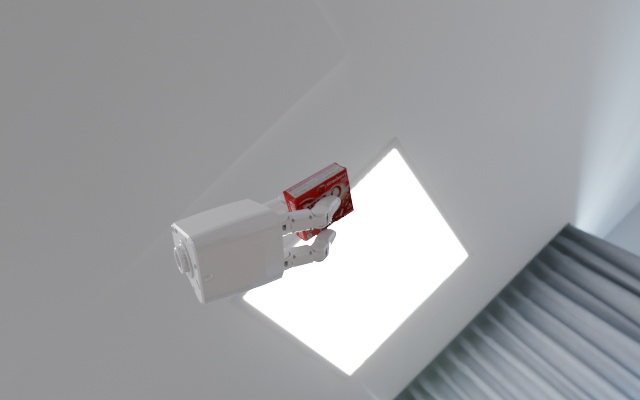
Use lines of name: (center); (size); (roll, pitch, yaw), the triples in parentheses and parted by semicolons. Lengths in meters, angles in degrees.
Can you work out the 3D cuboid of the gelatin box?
gelatin box: (0.000, 0.002, 0.640); (0.089, 0.073, 0.030); (-31, 39, -22)
